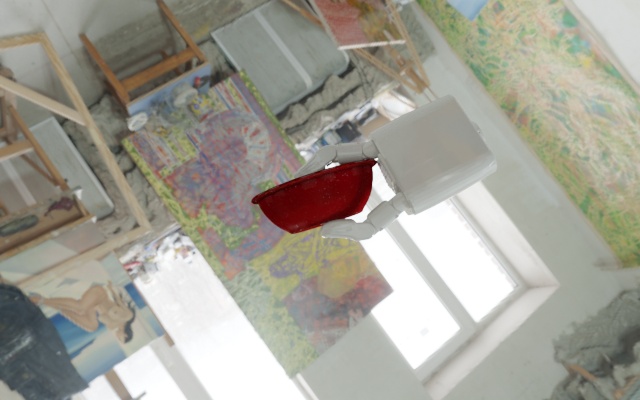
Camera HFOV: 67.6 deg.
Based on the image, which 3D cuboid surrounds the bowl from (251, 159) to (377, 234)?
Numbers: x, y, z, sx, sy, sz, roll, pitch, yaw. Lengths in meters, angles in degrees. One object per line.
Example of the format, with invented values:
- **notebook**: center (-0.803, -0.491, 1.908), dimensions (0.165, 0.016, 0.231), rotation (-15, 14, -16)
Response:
- **bowl**: center (-0.001, 0.003, 0.583), dimensions (0.162, 0.055, 0.162), rotation (-17, -4, -1)
